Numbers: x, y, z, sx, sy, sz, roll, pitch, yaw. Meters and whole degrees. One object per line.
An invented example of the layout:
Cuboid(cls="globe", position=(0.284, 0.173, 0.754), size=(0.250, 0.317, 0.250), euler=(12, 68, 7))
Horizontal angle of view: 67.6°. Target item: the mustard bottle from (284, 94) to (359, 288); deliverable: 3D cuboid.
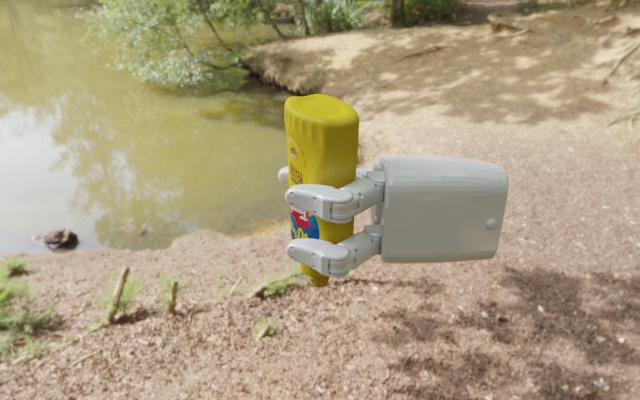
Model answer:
Cuboid(cls="mustard bottle", position=(0.000, 0.001, 0.461), size=(0.058, 0.192, 0.096), euler=(-12, 29, -21))
